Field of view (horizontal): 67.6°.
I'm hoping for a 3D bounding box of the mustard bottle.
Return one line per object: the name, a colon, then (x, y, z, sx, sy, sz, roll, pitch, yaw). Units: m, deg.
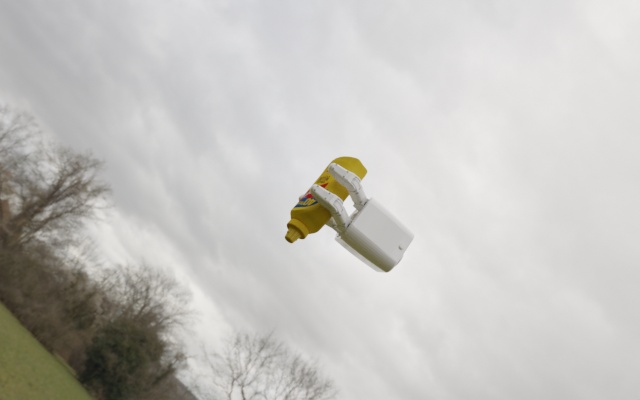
mustard bottle: (0.000, 0.002, 0.857, 0.096, 0.058, 0.191, -4, 41, 54)
